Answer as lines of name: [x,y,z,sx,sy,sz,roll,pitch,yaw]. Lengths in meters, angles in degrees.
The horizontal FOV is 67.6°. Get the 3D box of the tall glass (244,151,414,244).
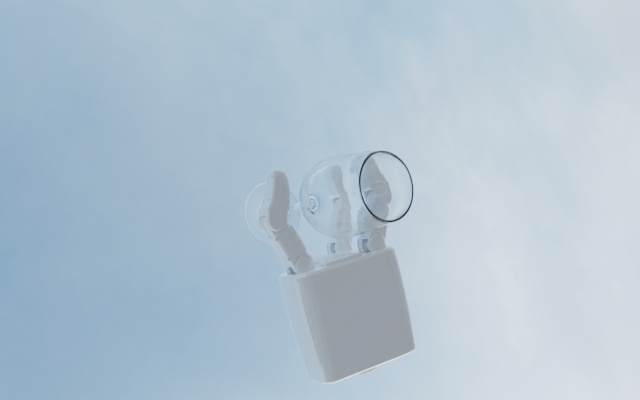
tall glass: [0.000,0.002,0.480,0.079,0.079,0.201,0,-8,-34]
